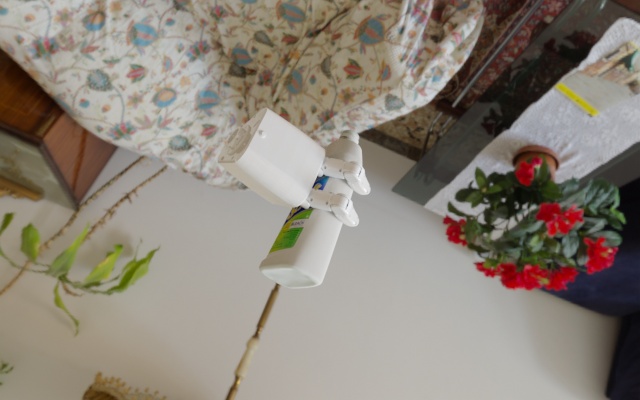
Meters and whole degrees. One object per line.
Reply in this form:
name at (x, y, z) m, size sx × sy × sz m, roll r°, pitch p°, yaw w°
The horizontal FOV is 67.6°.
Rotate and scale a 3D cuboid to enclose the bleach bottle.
bleach bottle at (0.000, 0.002, 0.706) m, size 0.068 × 0.250 × 0.102 m, roll 36°, pitch -30°, yaw -25°
